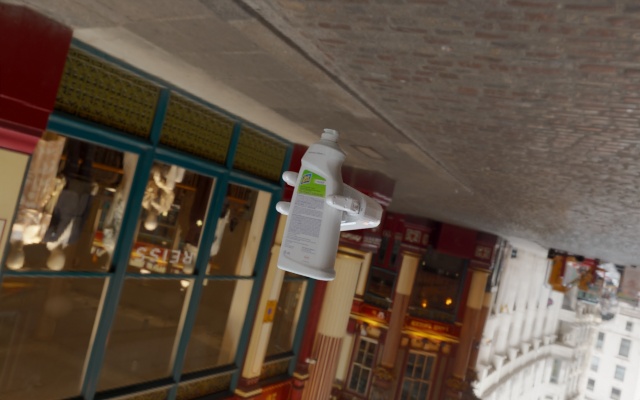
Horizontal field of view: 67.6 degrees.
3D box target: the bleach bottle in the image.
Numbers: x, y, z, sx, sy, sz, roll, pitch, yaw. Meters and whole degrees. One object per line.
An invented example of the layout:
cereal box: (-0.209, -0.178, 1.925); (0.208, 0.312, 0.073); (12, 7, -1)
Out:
bleach bottle: (0.000, 0.003, 0.821); (0.102, 0.251, 0.068); (11, -3, 26)
